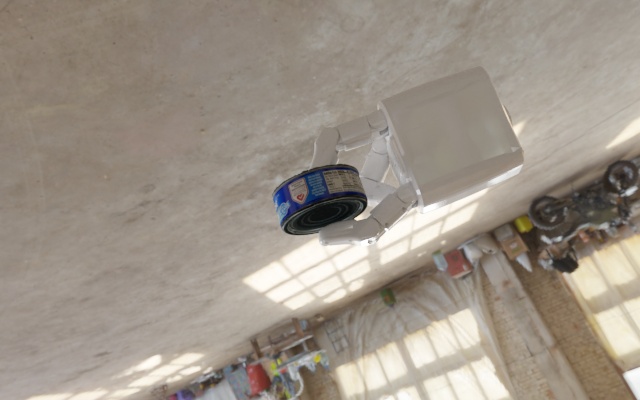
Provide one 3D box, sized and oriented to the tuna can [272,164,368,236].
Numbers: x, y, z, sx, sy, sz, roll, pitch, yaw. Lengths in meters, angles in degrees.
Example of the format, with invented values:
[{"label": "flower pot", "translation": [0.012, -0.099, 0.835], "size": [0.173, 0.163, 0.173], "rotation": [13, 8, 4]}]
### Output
[{"label": "tuna can", "translation": [0.000, 0.002, 0.446], "size": [0.086, 0.033, 0.086], "rotation": [-15, -21, -6]}]
